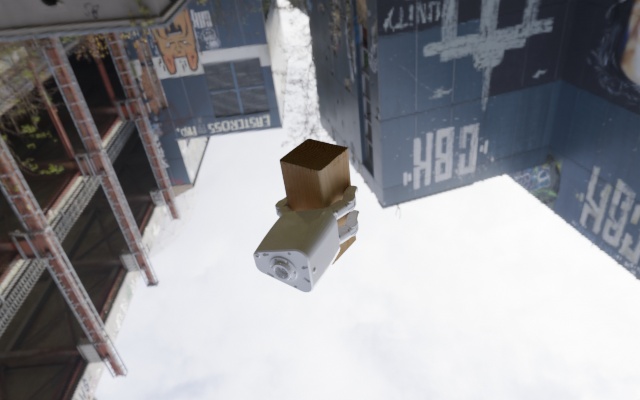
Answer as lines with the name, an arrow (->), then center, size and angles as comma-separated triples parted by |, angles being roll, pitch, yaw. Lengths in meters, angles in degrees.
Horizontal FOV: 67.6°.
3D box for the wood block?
wood block -> 0.000, 0.003, 0.876 | 0.091, 0.206, 0.090 | 18, 42, 31
